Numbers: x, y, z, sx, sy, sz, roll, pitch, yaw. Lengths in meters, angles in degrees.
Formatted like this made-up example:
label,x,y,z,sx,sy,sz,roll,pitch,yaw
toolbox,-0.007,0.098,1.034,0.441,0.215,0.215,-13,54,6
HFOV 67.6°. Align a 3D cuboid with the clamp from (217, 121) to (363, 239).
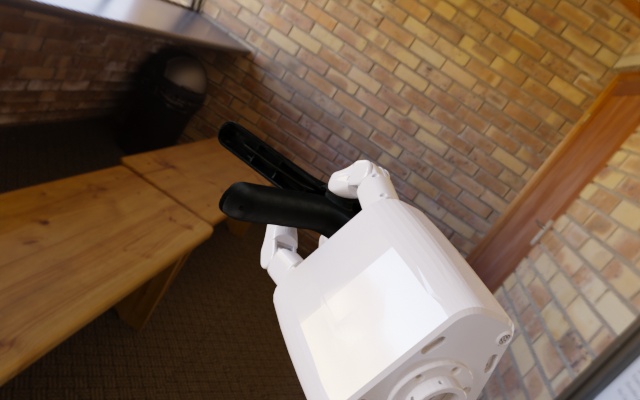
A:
label,x,y,z,sx,sy,sz,roll,pitch,yaw
clamp,0.001,0.001,0.412,0.210,0.036,0.164,25,18,-29
